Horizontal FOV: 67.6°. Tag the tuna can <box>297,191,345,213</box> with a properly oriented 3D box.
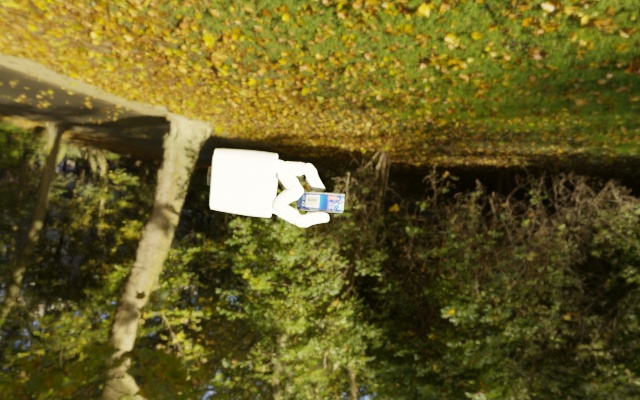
[{"bbox_3d":[0.000,0.003,0.863,0.086,0.034,0.086,4,-1,0],"label":"tuna can"}]
